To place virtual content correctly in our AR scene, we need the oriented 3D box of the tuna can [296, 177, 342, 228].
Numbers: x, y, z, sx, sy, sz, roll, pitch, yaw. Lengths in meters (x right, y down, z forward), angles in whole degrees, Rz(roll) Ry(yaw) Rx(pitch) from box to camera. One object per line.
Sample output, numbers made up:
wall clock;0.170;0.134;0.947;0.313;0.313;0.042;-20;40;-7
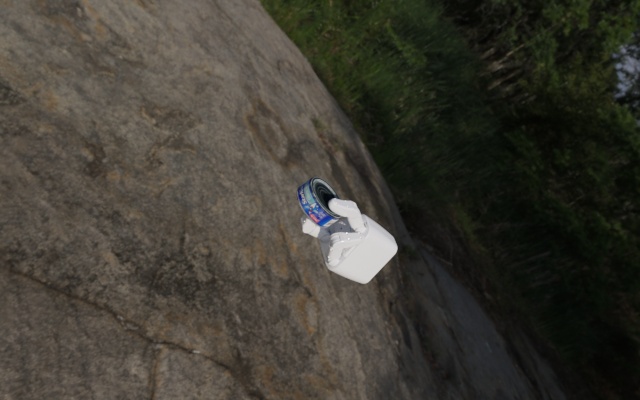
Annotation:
tuna can;0.001;0.002;0.821;0.034;0.086;0.086;-35;-17;25
